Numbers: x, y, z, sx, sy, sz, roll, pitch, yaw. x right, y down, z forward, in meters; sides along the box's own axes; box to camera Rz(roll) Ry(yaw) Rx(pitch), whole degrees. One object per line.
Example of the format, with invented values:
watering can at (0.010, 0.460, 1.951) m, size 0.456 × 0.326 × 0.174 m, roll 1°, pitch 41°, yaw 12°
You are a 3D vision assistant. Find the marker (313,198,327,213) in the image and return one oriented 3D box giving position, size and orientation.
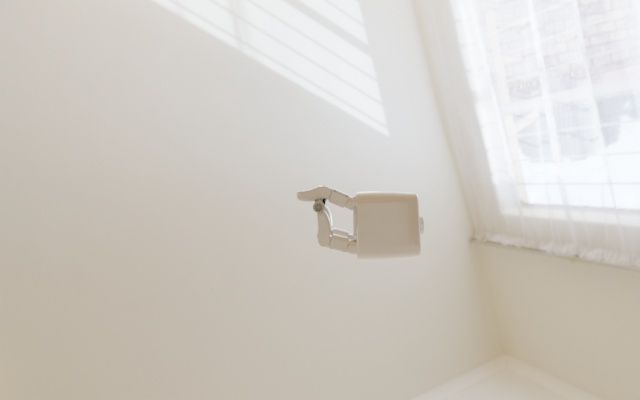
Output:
marker at (0.000, 0.003, 0.841) m, size 0.020 × 0.020 × 0.121 m, roll 0°, pitch 8°, yaw 3°
